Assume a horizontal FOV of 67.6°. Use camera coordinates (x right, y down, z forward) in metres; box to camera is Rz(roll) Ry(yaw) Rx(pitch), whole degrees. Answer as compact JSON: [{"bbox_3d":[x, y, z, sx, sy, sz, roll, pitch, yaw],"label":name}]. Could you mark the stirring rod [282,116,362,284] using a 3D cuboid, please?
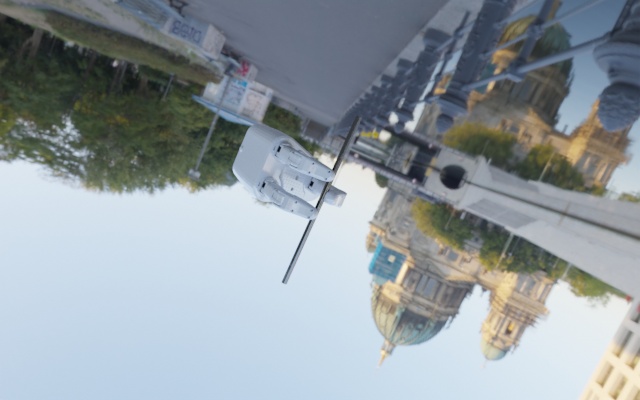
[{"bbox_3d":[0.000,0.002,0.624,0.011,0.239,0.011,24,8,-3],"label":"stirring rod"}]
